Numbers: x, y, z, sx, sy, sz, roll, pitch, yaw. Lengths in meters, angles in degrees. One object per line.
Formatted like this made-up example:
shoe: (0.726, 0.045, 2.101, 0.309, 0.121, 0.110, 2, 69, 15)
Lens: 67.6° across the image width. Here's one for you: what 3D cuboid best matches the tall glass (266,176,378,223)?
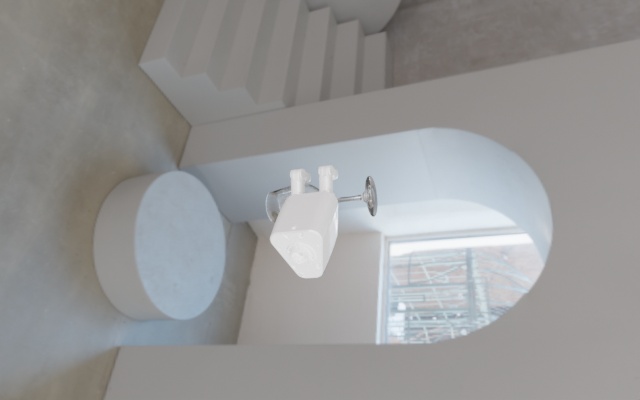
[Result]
tall glass: (0.001, 0.003, 0.894, 0.201, 0.079, 0.079, -6, -2, 21)
